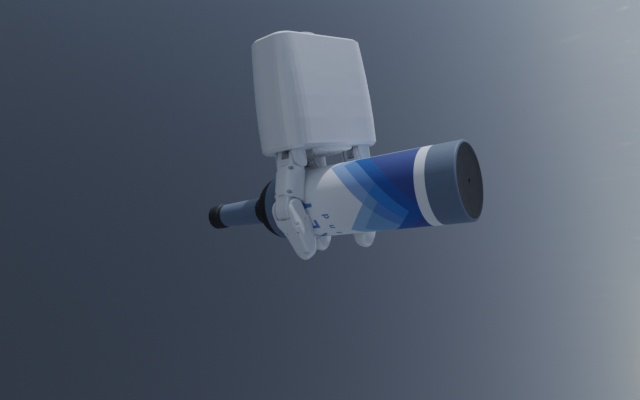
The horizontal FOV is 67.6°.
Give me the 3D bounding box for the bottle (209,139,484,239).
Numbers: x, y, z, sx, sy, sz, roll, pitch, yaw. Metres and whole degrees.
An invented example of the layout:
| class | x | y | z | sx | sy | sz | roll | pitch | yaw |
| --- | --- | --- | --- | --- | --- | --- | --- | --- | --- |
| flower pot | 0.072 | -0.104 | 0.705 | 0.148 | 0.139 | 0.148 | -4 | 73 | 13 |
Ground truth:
| class | x | y | z | sx | sy | sz | roll | pitch | yaw |
| --- | --- | --- | --- | --- | --- | --- | --- | --- | --- |
| bottle | 0.000 | 0.002 | 0.463 | 0.296 | 0.069 | 0.069 | -8 | -5 | 35 |
